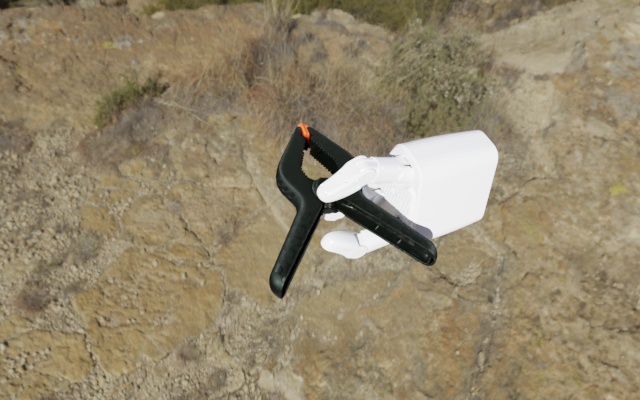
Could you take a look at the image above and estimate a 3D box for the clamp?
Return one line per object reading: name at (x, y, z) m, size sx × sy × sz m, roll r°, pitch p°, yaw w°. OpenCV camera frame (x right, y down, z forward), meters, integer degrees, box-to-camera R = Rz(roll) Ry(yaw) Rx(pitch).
clamp at (0.000, 0.001, 0.491) m, size 0.164 × 0.210 × 0.036 m, roll -15°, pitch -36°, yaw -21°
